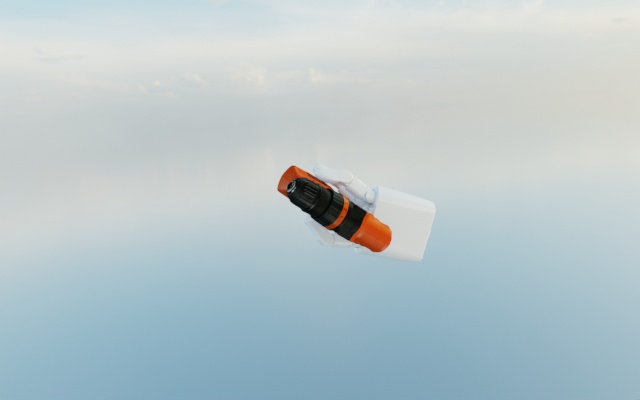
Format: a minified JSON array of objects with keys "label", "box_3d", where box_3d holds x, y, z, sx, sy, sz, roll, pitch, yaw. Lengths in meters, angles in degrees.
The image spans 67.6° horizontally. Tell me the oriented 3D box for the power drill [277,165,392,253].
[{"label":"power drill","box_3d":[0.000,0.002,0.726,0.184,0.057,0.187,33,2,-30]}]
